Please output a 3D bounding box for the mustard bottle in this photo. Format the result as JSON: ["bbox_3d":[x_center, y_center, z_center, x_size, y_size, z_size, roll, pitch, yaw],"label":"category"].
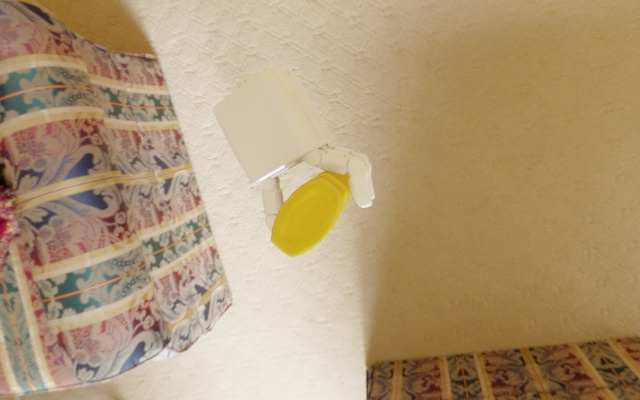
[{"bbox_3d":[0.000,0.002,0.590,0.058,0.096,0.191,37,14,1],"label":"mustard bottle"}]
